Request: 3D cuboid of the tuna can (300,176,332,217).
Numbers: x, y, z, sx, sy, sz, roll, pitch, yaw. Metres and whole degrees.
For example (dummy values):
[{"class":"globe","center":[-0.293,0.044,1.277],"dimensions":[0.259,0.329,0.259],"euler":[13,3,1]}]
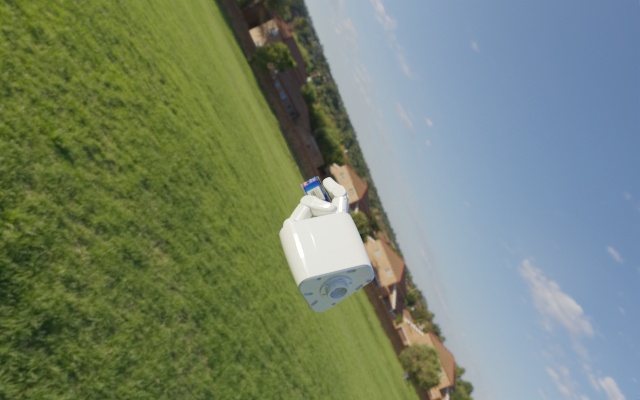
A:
[{"class":"tuna can","center":[0.001,0.002,0.812],"dimensions":[0.034,0.086,0.086],"euler":[-28,-1,2]}]
